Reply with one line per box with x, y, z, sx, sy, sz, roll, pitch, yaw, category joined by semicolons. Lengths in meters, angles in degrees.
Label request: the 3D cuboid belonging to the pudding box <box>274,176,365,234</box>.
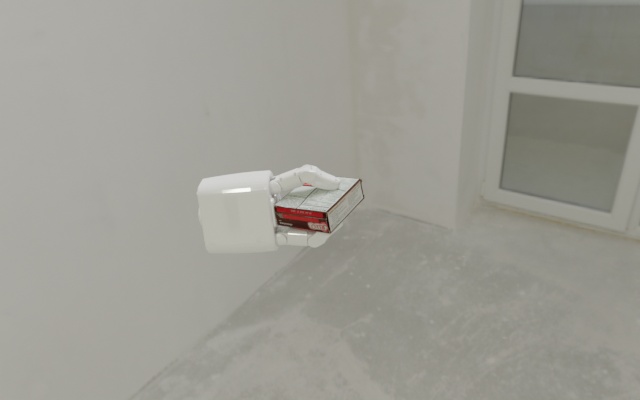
0.000;0.002;0.700;0.090;0.039;0.113;8;33;30;pudding box
